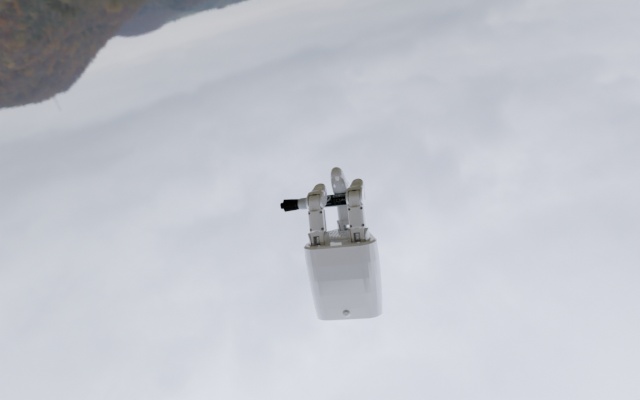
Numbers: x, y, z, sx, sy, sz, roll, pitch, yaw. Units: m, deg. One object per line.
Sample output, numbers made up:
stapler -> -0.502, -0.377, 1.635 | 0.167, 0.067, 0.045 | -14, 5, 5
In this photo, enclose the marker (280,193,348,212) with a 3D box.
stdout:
marker -> 0.000, 0.002, 0.687 | 0.121, 0.020, 0.020 | -6, -2, 14
